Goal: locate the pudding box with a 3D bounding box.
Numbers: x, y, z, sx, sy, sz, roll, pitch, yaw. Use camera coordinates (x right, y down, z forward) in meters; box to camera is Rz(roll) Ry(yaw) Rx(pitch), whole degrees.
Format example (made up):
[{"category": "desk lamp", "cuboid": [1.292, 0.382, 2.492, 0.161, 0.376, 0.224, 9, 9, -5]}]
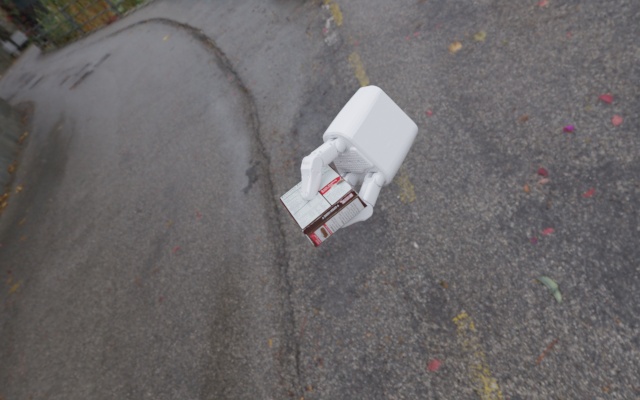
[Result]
[{"category": "pudding box", "cuboid": [0.000, 0.002, 0.661, 0.090, 0.039, 0.113, -40, 30, -1]}]
